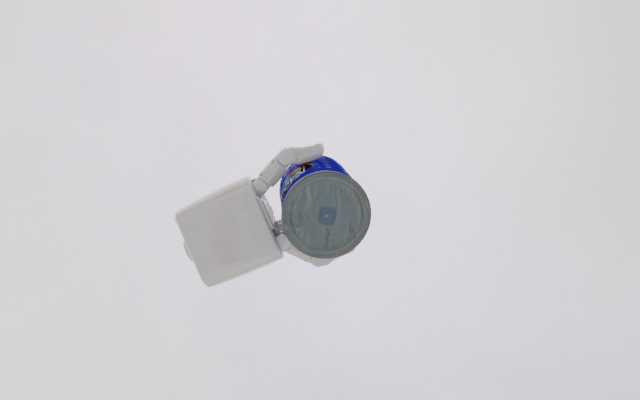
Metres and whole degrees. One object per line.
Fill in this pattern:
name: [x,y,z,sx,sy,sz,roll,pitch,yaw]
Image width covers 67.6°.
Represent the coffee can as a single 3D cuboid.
coffee can: [0.000,0.002,0.605,0.103,0.103,0.140,0,13,-6]
